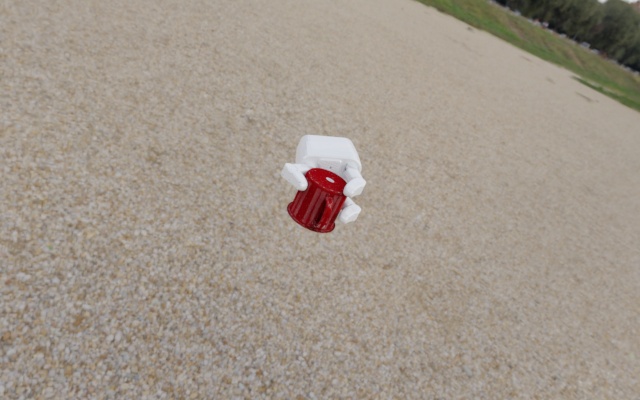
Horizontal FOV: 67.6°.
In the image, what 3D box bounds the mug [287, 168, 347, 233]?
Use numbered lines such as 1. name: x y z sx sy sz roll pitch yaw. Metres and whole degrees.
1. mug: 0.000 0.003 0.817 0.093 0.081 0.117 19 27 -15
